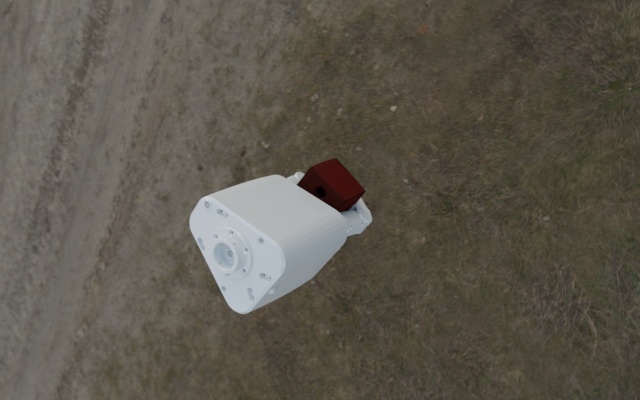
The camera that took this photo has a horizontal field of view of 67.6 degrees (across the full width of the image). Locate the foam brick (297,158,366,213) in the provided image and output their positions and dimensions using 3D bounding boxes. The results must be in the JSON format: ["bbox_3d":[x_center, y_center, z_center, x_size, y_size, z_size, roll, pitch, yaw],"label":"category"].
[{"bbox_3d":[0.000,0.001,0.522,0.078,0.053,0.051,-51,-15,30],"label":"foam brick"}]
